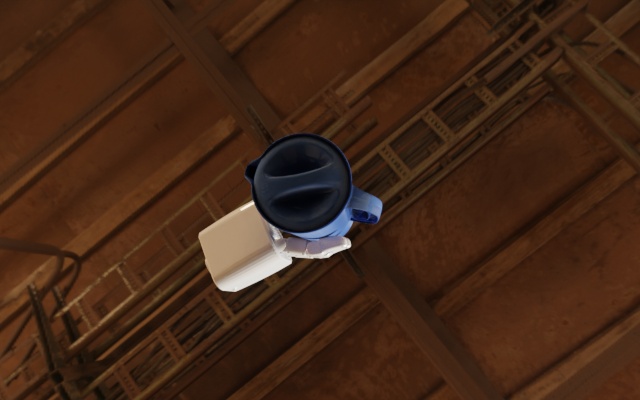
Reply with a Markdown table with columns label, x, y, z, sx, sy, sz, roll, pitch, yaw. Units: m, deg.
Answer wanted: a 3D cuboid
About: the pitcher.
| label | x | y | z | sx | sy | sz | roll | pitch | yaw |
| --- | --- | --- | --- | --- | --- | --- | --- | --- | --- |
| pitcher | 0.000 | 0.002 | 0.722 | 0.145 | 0.149 | 0.243 | -30 | -14 | 2 |
